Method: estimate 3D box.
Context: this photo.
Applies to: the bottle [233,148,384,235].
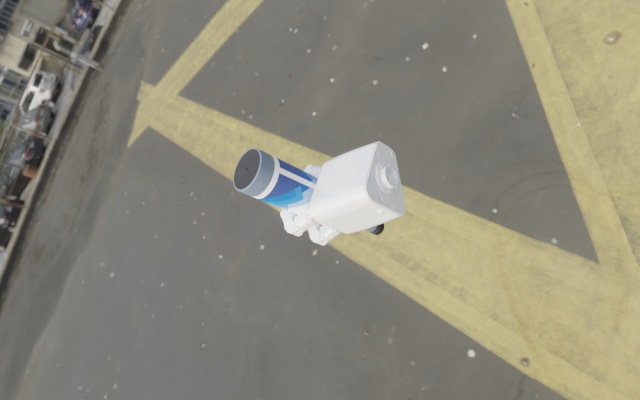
[{"bbox_3d":[0.000,0.002,0.770,0.296,0.069,0.069,24,-16,-39],"label":"bottle"}]
